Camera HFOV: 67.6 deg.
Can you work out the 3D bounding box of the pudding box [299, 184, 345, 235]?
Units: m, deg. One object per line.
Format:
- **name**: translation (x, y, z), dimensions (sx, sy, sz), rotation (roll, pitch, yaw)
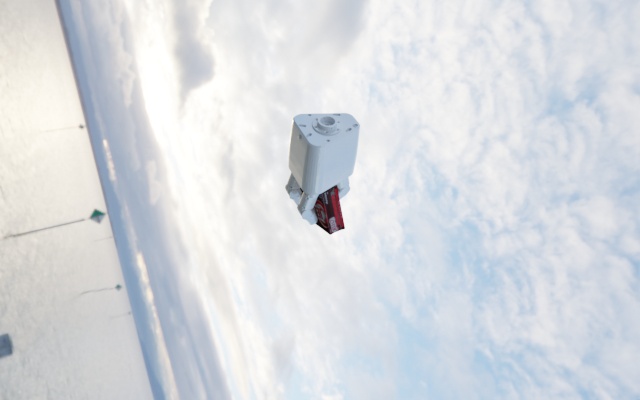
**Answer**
- **pudding box**: translation (0.000, 0.003, 0.895), dimensions (0.039, 0.090, 0.113), rotation (-18, 23, -18)
